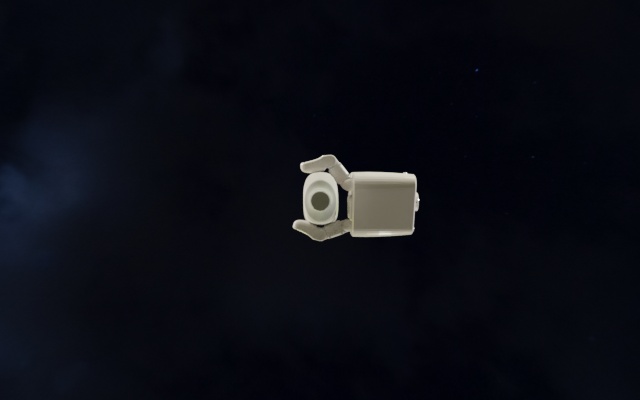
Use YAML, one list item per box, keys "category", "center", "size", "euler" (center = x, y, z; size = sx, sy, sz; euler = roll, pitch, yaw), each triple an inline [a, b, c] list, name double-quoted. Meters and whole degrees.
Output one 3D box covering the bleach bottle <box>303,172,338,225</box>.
- category: "bleach bottle"
  center: [0.000, 0.003, 0.819]
  size: [0.068, 0.102, 0.251]
  euler: [-1, 3, 0]
